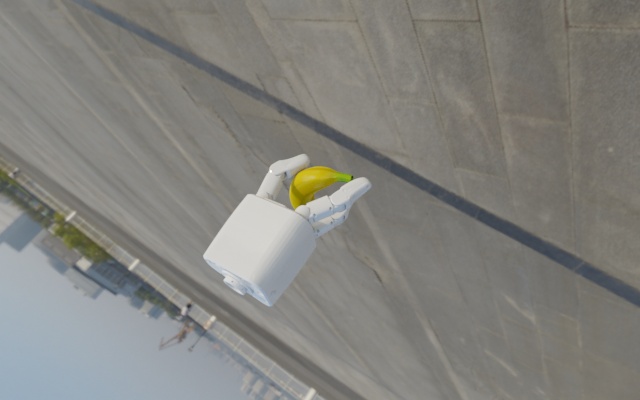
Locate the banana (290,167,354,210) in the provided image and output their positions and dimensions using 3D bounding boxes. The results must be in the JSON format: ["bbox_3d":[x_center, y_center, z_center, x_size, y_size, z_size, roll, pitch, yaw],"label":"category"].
[{"bbox_3d":[-0.015,-0.009,0.714,0.069,0.037,0.198,33,-22,-4],"label":"banana"}]
